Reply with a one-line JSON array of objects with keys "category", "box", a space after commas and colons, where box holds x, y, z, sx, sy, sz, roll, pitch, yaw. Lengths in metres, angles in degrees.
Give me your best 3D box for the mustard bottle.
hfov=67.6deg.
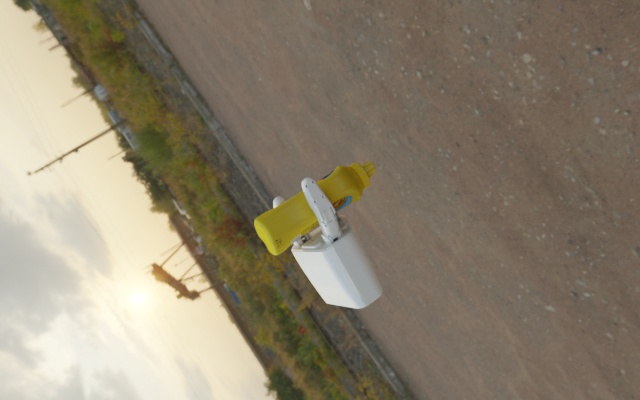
[{"category": "mustard bottle", "box": [0.000, 0.002, 0.677, 0.191, 0.058, 0.096, -33, -10, -14]}]
